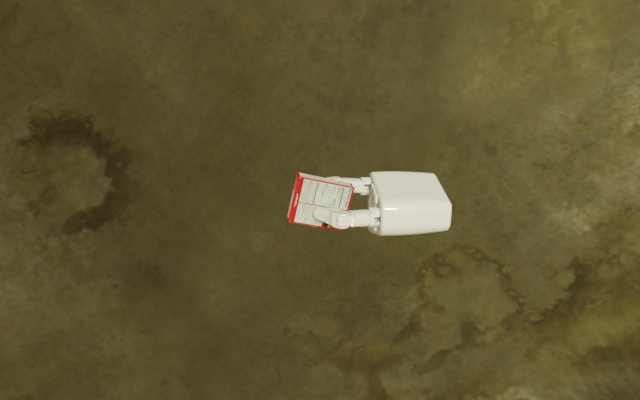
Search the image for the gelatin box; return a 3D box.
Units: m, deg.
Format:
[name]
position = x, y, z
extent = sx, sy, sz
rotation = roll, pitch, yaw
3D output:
[gelatin box]
position = 0.000, 0.002, 0.727
extent = 0.089, 0.073, 0.030
rotation = 10, 16, -13
